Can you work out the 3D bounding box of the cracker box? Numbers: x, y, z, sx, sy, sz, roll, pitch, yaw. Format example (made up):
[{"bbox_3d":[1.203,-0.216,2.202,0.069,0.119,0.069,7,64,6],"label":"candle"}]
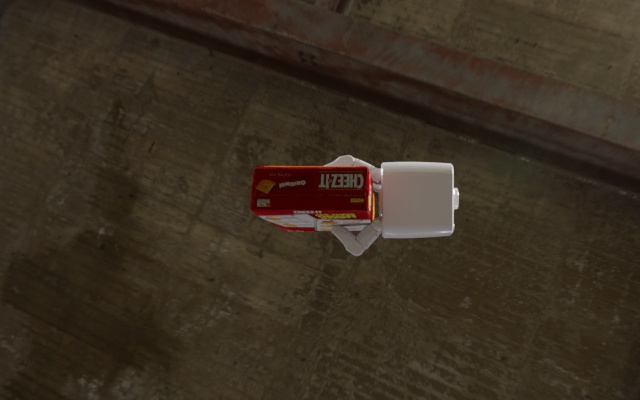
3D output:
[{"bbox_3d":[0.000,0.003,0.745,0.164,0.072,0.214,0,-11,8],"label":"cracker box"}]
